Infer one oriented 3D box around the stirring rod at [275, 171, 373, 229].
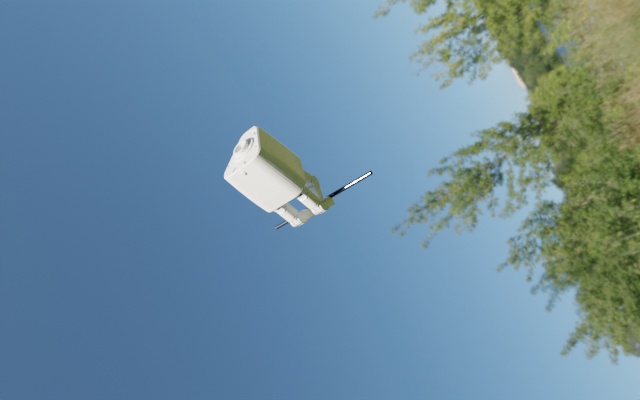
[{"bbox_3d":[0.000,0.003,0.895,0.239,0.011,0.011,-30,-17,32],"label":"stirring rod"}]
